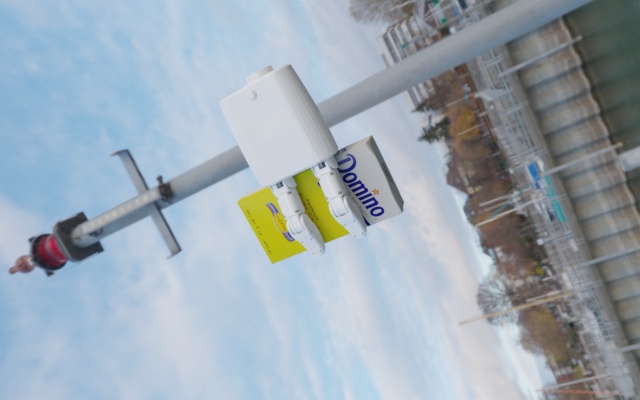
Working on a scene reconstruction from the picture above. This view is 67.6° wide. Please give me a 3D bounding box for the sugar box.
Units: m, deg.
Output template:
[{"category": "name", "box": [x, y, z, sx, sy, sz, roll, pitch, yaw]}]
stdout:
[{"category": "sugar box", "box": [0.000, 0.002, 0.568, 0.176, 0.093, 0.048, -23, 14, 21]}]
